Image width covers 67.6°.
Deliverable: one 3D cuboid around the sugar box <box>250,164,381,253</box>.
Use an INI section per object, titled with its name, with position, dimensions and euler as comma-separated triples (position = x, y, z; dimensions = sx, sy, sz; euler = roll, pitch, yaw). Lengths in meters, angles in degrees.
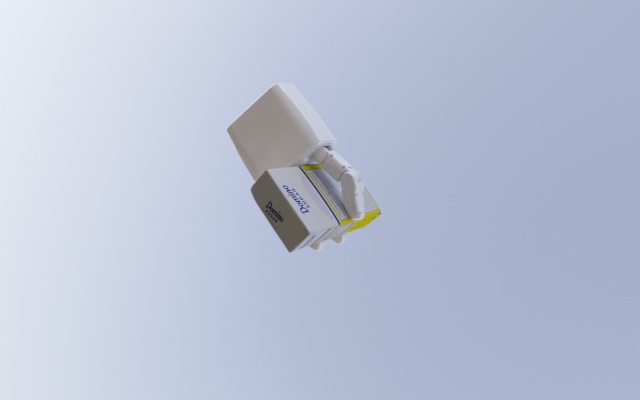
[sugar box]
position = 0.000, 0.002, 0.603
dimensions = 0.048, 0.093, 0.176
euler = -45, -19, 32
